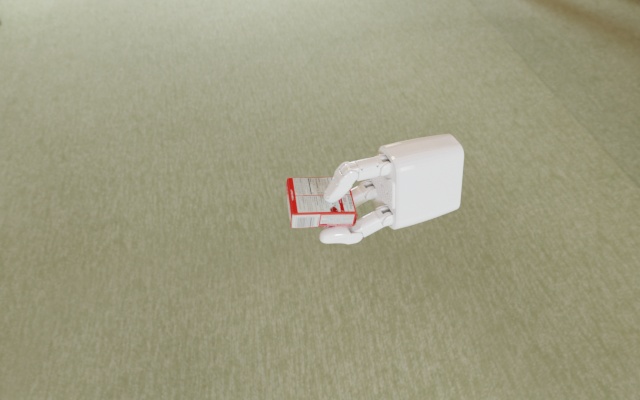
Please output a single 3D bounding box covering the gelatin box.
[{"bbox_3d":[0.000,0.002,0.651,0.089,0.030,0.073,-1,45,-10],"label":"gelatin box"}]
